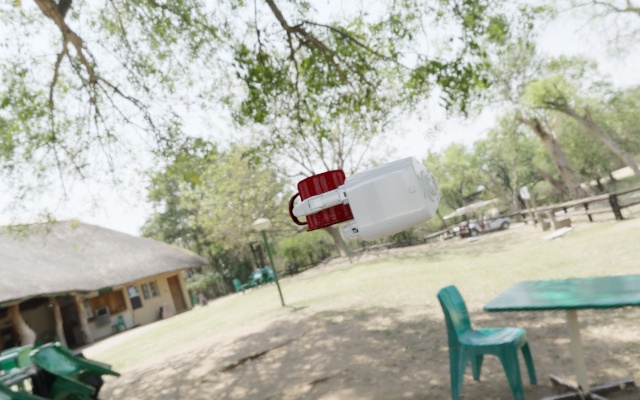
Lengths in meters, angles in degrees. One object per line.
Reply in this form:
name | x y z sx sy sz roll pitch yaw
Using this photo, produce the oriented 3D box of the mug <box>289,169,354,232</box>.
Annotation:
mug | -0.001 0.003 0.778 0.117 0.081 0.093 -19 -6 26
